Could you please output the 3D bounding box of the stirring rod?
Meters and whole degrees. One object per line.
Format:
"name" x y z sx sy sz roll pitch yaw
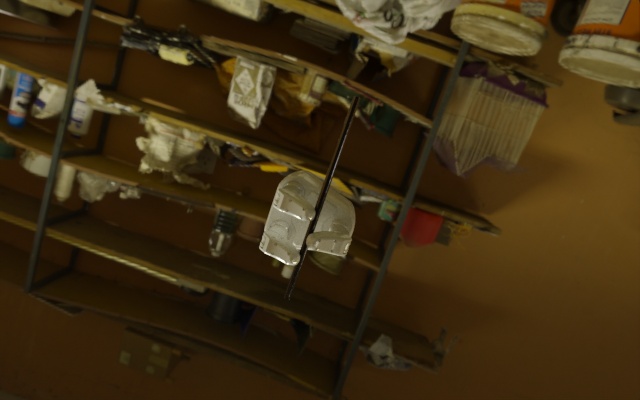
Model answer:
"stirring rod" 0.000 0.002 0.529 0.011 0.239 0.011 18 11 -4
